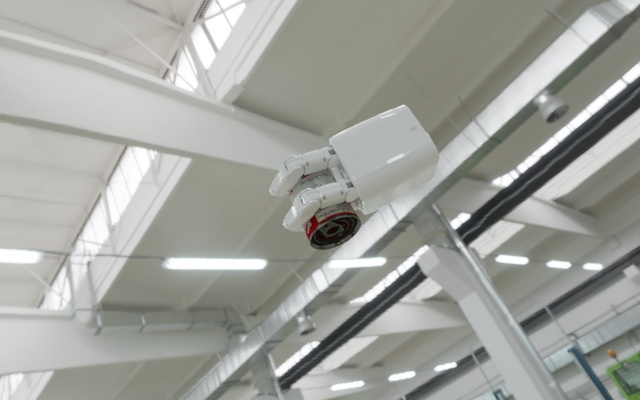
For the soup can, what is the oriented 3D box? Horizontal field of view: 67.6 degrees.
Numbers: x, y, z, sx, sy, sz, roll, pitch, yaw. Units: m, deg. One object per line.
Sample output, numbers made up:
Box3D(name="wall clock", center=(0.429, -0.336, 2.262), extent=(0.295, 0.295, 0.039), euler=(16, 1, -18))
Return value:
Box3D(name="soup can", center=(0.000, 0.002, 0.610), extent=(0.068, 0.102, 0.069), euler=(-18, -33, -12))
